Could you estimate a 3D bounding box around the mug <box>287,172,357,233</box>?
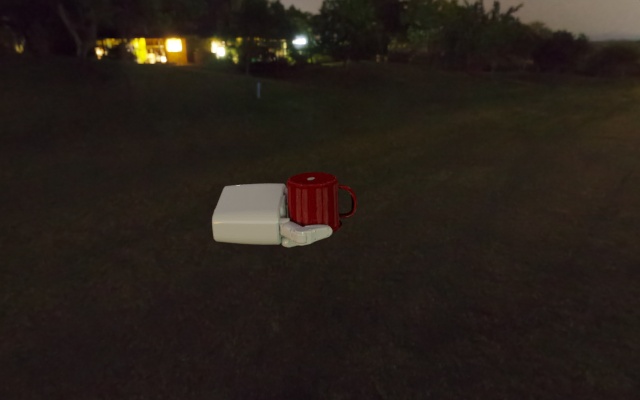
[{"bbox_3d":[0.002,0.002,0.769,0.117,0.081,0.093,-1,18,4],"label":"mug"}]
